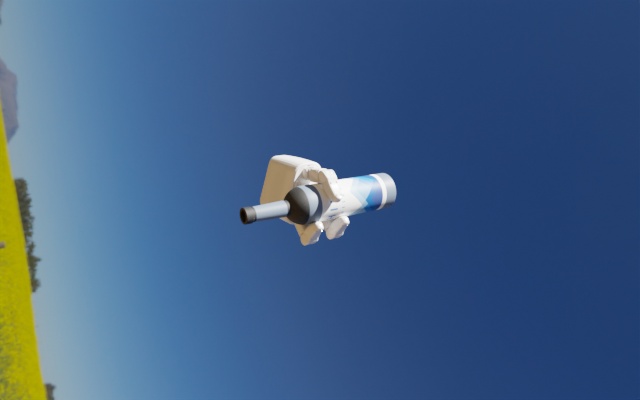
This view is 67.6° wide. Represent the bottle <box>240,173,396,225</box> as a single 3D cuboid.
[{"bbox_3d":[0.000,0.003,0.827,0.295,0.069,0.069,-10,6,-33],"label":"bottle"}]
